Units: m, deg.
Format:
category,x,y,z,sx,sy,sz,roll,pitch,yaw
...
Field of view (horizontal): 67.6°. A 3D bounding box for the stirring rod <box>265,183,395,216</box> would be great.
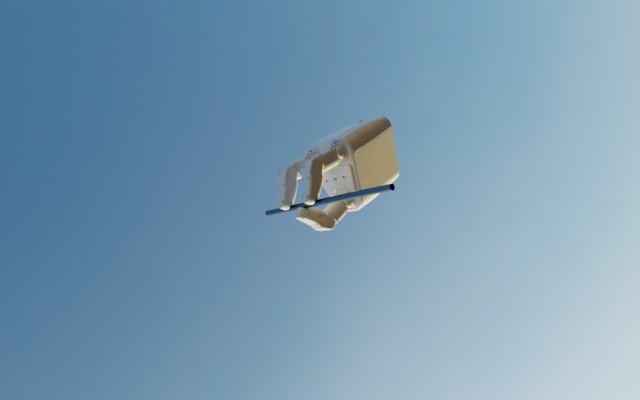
category,x,y,z,sx,sy,sz,roll,pitch,yaw
stirring rod,0.000,0.002,0.603,0.011,0.011,0.239,0,-8,-40
